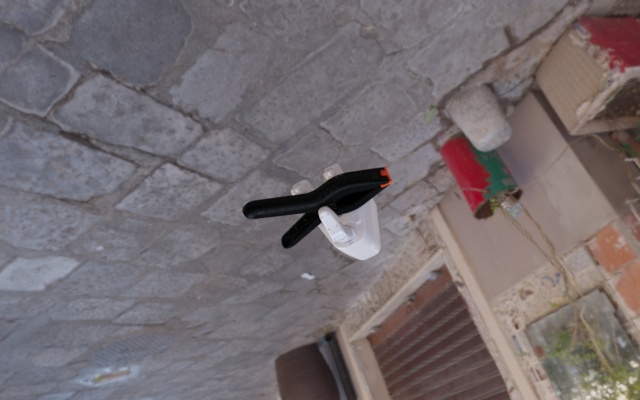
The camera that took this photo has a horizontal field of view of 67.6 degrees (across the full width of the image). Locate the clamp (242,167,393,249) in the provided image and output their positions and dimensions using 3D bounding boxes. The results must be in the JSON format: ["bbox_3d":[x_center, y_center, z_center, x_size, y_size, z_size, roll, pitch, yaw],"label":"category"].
[{"bbox_3d":[0.001,0.003,0.692,0.210,0.036,0.165,-27,-26,13],"label":"clamp"}]
